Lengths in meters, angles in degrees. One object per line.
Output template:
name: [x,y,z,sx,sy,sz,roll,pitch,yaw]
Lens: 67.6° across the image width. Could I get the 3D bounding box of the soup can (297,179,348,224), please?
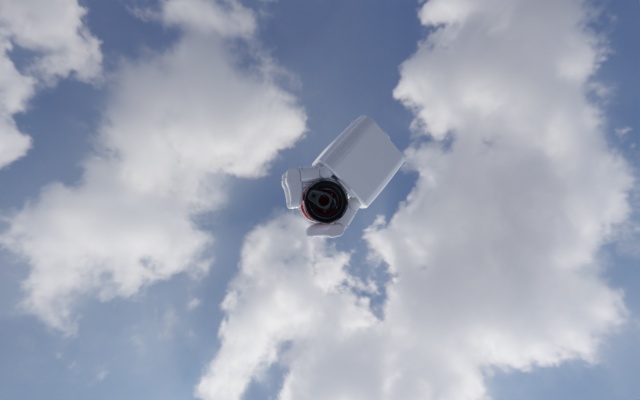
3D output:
soup can: [0.000,0.003,0.769,0.068,0.068,0.102,0,-2,-11]
